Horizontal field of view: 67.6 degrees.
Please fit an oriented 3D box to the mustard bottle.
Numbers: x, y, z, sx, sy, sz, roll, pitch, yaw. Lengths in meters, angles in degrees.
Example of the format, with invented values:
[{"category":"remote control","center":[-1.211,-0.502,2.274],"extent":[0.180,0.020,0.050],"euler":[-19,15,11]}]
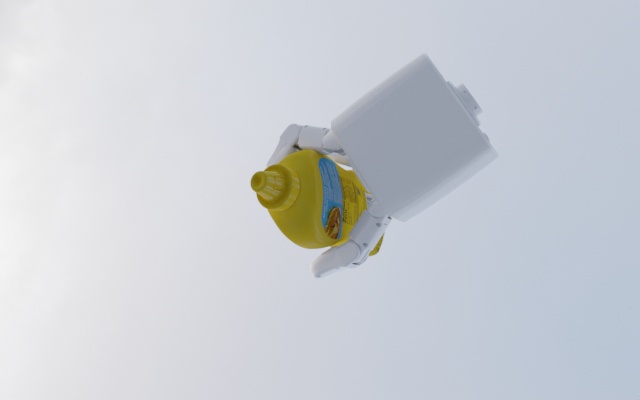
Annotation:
[{"category":"mustard bottle","center":[0.000,0.002,0.475],"extent":[0.058,0.096,0.192],"euler":[-10,-16,31]}]
